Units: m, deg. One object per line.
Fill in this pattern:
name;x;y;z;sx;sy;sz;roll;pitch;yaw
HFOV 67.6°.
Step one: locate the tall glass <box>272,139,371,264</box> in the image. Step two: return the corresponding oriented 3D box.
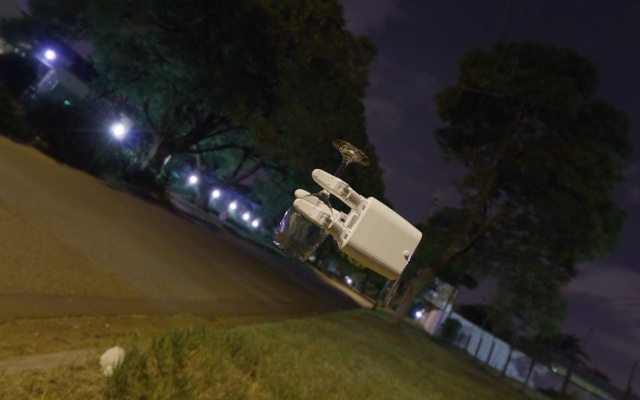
tall glass;0.000;0.002;0.783;0.079;0.201;0.079;32;-9;6
